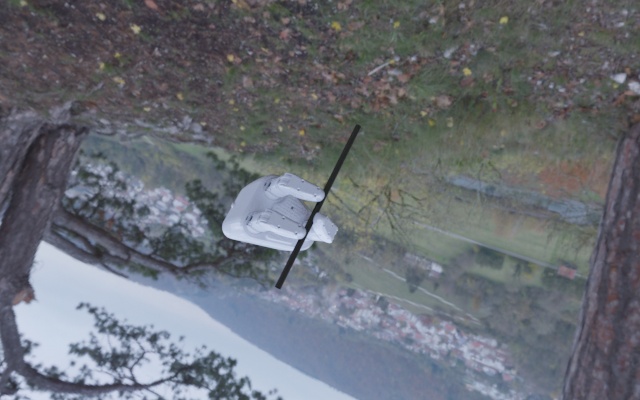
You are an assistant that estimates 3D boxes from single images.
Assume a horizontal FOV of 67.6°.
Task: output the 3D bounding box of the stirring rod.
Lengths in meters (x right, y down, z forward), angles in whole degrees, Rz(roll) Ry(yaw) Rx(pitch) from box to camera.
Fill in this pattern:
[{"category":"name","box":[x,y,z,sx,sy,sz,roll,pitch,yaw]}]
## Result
[{"category":"stirring rod","box":[0.000,0.002,0.606,0.011,0.239,0.011,24,-18,8]}]
